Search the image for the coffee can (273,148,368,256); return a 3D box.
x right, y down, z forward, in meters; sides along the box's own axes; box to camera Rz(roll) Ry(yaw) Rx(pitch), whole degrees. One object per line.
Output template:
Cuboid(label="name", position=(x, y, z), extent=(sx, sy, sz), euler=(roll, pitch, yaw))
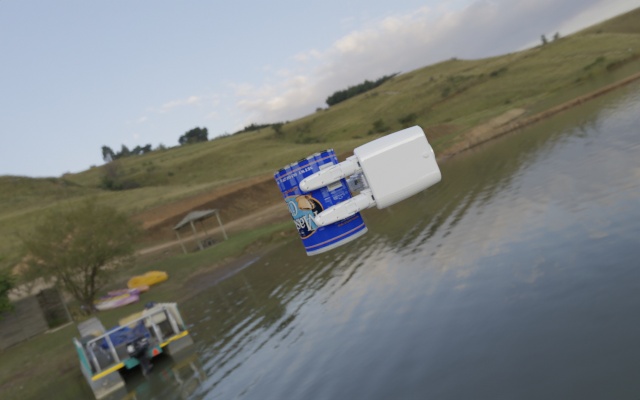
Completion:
Cuboid(label="coffee can", position=(0.000, 0.003, 0.749), extent=(0.103, 0.140, 0.103), euler=(-23, 1, 1))
